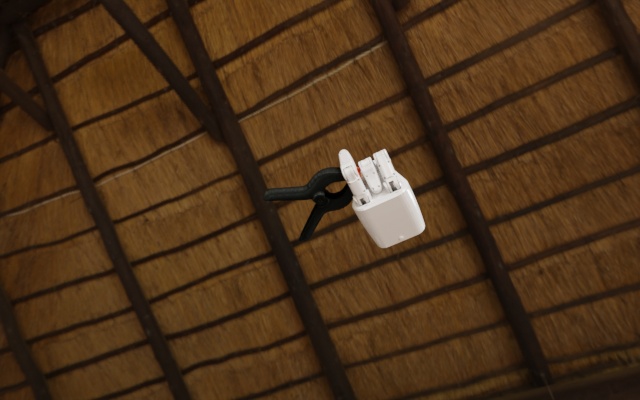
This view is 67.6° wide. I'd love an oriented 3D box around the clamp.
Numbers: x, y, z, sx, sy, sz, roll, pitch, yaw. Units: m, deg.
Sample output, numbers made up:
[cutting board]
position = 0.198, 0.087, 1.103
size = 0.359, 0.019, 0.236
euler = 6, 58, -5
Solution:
[clamp]
position = 0.000, 0.002, 0.824
size = 0.171, 0.120, 0.039
euler = -21, 34, 15
